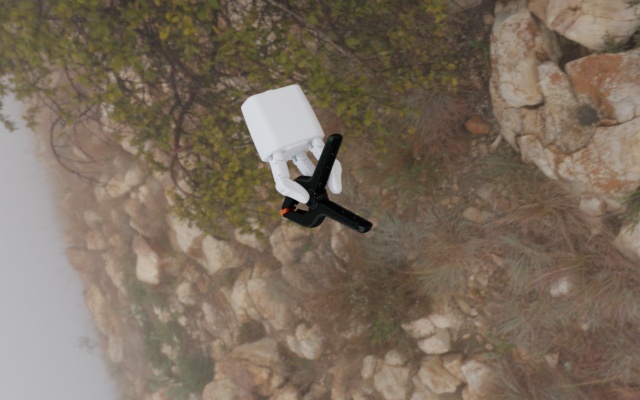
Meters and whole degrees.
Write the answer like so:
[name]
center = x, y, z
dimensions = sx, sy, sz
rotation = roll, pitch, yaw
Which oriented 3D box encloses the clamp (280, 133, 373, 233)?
[clamp]
center = -0.001, 0.003, 0.820
dimensions = 0.036, 0.164, 0.210
rotation = -14, -13, -39
